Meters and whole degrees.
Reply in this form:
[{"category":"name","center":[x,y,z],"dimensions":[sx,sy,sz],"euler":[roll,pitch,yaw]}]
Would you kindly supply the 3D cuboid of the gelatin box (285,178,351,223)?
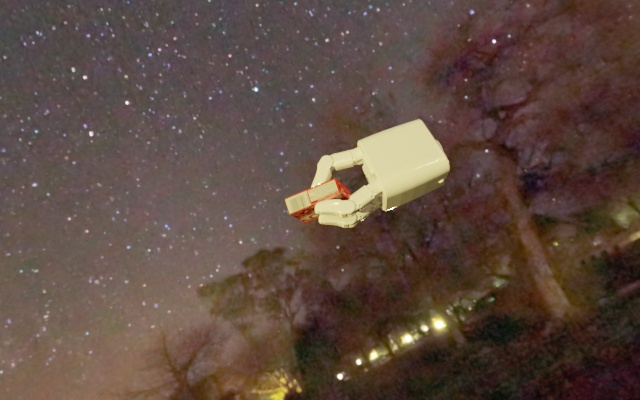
[{"category":"gelatin box","center":[0.000,0.002,0.742],"dimensions":[0.089,0.030,0.073],"euler":[-22,-19,13]}]
